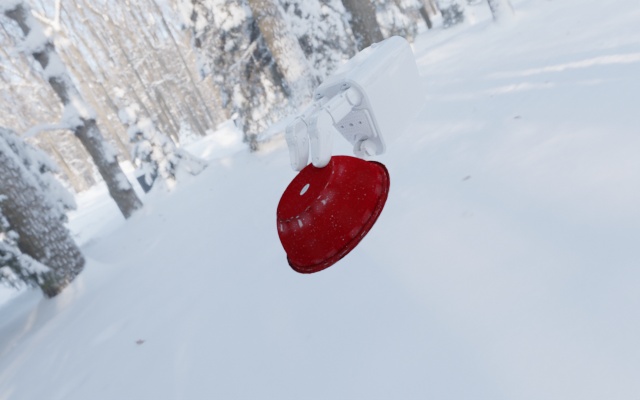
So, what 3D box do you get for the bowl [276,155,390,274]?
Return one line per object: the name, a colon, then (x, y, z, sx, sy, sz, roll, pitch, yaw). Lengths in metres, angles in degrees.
bowl: (-0.001, 0.003, 0.544, 0.055, 0.162, 0.162, 40, -20, -25)
